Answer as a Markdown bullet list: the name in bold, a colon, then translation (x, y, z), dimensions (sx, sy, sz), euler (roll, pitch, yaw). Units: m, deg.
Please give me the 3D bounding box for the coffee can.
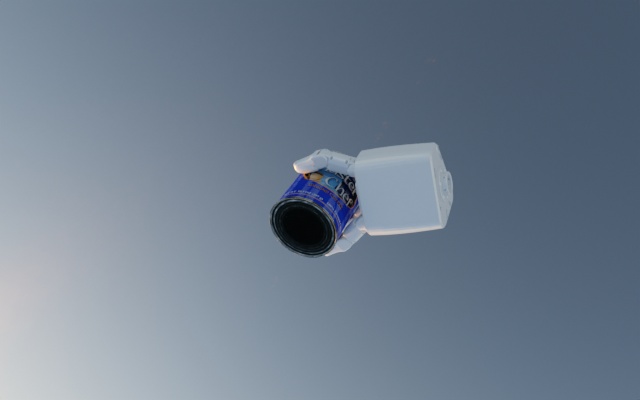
- **coffee can**: translation (0.000, 0.002, 0.712), dimensions (0.103, 0.103, 0.140), euler (0, 32, 25)
